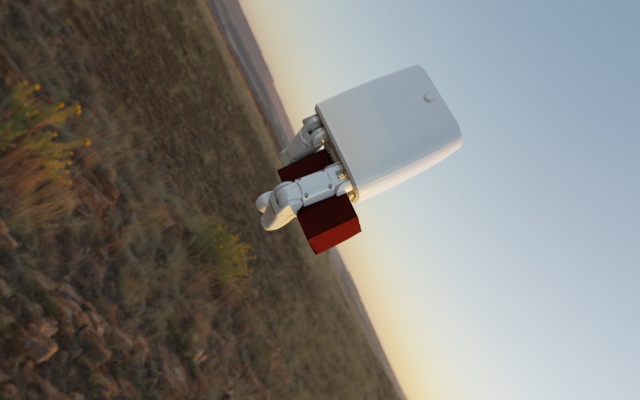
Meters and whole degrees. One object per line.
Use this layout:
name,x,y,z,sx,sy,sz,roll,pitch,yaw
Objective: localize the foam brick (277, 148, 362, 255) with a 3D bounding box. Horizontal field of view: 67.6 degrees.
foam brick,0.000,0.002,0.454,0.051,0.078,0.053,-24,-21,-1
